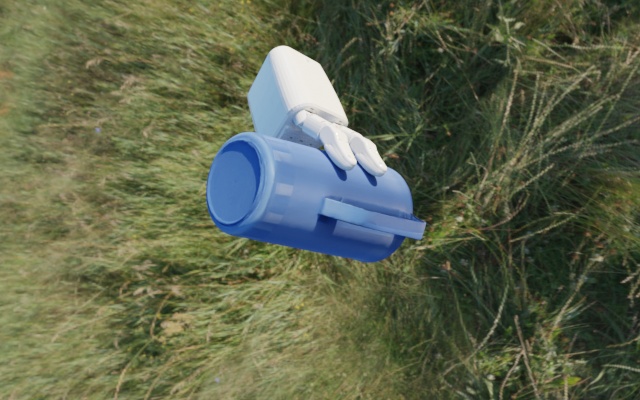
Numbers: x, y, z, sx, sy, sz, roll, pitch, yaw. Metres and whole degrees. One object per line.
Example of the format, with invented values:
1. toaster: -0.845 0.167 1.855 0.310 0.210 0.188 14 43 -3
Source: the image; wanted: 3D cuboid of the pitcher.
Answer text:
1. pitcher: 0.000 0.002 0.561 0.149 0.145 0.243 -36 -31 32
